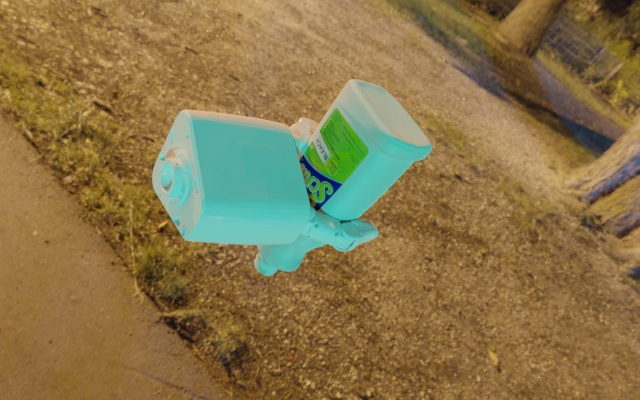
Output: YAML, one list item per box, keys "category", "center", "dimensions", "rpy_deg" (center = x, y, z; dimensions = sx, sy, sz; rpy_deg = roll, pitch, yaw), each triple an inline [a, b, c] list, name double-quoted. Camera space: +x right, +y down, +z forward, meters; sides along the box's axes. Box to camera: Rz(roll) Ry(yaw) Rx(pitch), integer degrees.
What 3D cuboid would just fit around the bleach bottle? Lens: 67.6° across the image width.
- category: "bleach bottle"
  center: [0.000, 0.002, 0.505]
  dimensions: [0.068, 0.102, 0.251]
  rpy_deg: [3, -44, -42]
